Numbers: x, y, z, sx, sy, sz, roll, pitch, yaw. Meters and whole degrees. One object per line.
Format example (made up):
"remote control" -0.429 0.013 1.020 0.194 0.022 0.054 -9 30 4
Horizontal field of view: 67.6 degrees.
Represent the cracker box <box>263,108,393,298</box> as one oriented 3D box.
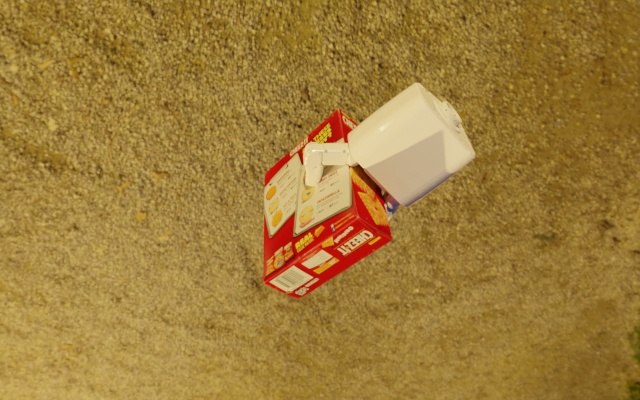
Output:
"cracker box" 0.000 0.002 0.649 0.164 0.213 0.072 -38 -54 27
